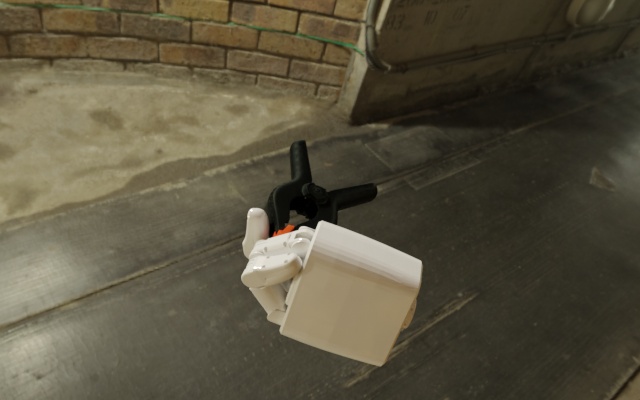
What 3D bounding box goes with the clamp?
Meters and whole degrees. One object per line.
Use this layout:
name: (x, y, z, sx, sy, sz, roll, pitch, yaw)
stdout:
clamp: (0.000, 0.001, 0.536, 0.120, 0.039, 0.171, 22, 43, 1)
